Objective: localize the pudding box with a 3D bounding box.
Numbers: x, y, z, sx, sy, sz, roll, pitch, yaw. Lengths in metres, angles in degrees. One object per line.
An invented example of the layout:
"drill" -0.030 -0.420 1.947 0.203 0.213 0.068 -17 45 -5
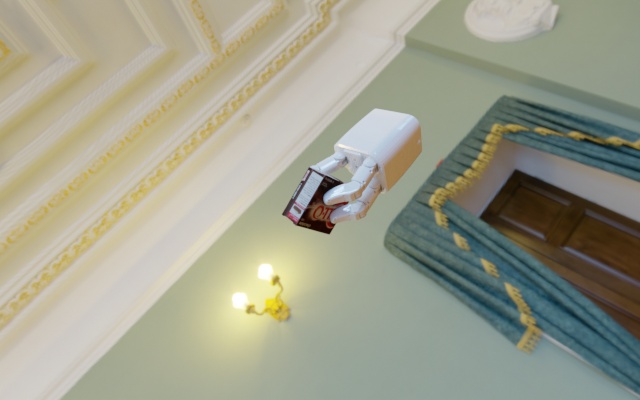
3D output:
"pudding box" 0.000 0.002 0.764 0.039 0.090 0.113 33 7 33
